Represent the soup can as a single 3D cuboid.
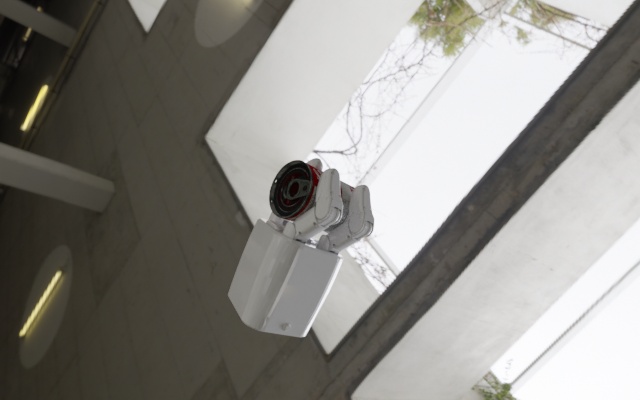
[{"bbox_3d":[0.000,0.001,0.562,0.068,0.068,0.102,0,-18,46],"label":"soup can"}]
